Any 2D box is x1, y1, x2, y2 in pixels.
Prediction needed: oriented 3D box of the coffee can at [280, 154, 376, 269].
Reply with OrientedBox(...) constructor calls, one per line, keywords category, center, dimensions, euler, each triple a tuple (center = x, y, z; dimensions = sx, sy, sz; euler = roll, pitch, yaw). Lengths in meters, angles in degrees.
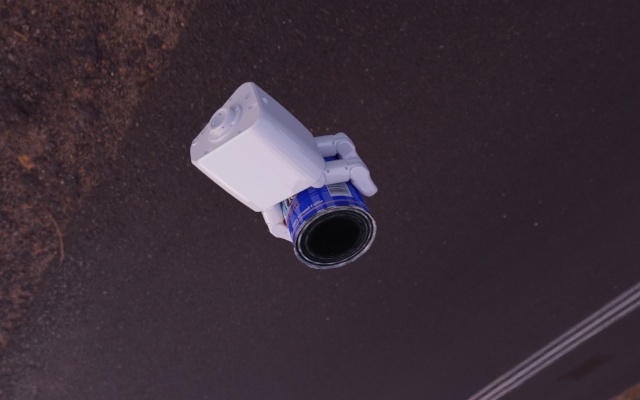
OrientedBox(category="coffee can", center=(0.000, 0.002, 0.615), dimensions=(0.103, 0.103, 0.140), euler=(0, 39, -20))
